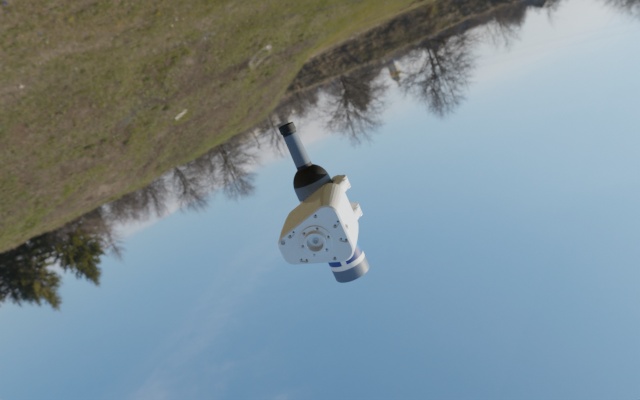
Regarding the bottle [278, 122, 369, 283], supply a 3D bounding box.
[{"bbox_3d":[0.000,0.003,0.838,0.069,0.296,0.069,-23,14,6],"label":"bottle"}]
